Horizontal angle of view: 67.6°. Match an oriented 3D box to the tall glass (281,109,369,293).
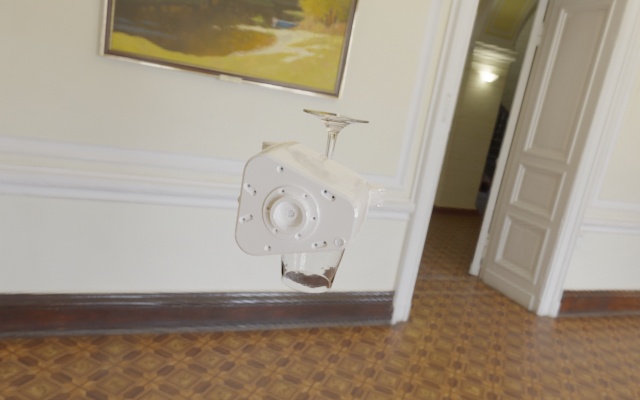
[{"bbox_3d":[0.000,0.001,0.548,0.079,0.201,0.079,10,13,-2],"label":"tall glass"}]
